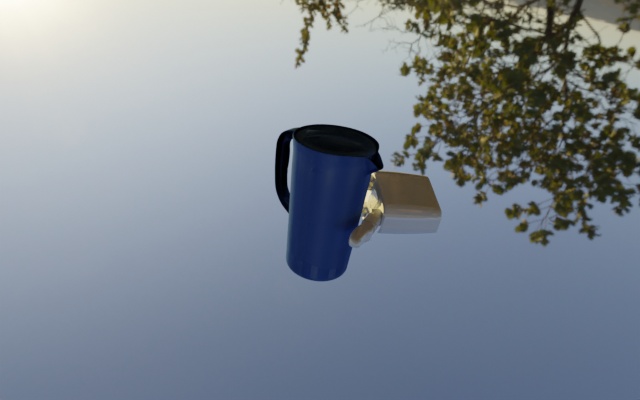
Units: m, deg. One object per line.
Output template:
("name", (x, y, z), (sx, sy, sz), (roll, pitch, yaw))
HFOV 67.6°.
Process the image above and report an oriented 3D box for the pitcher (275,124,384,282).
("pitcher", (0.000, 0.003, 0.781), (0.145, 0.243, 0.149), (2, 28, -14))
